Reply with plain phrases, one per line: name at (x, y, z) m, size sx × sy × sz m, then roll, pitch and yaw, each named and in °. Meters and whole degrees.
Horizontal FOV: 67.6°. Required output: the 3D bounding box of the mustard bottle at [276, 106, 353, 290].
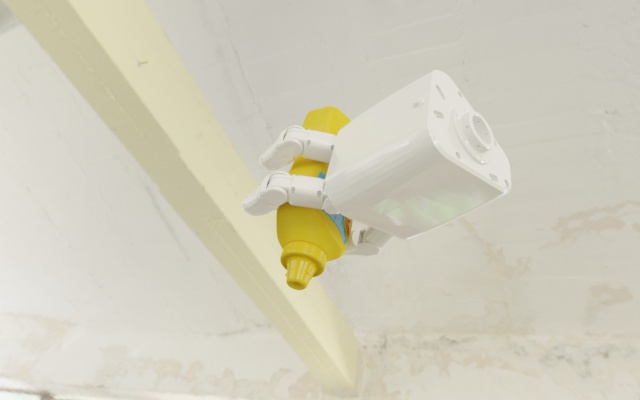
mustard bottle at (0.000, 0.001, 0.470) m, size 0.058 × 0.191 × 0.096 m, roll -7°, pitch -44°, yaw 25°
